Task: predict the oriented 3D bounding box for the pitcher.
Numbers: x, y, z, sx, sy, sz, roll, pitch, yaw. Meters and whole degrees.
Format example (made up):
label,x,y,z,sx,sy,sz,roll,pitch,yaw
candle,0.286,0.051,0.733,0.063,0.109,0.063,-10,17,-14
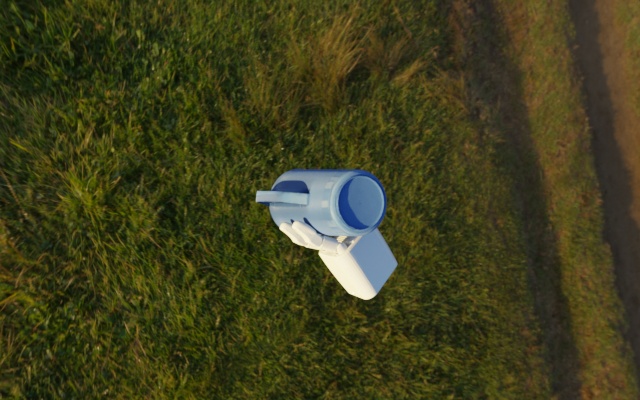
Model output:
label,x,y,z,sx,sy,sz,roll,pitch,yaw
pitcher,0.000,0.003,0.860,0.149,0.145,0.243,-41,17,-21
